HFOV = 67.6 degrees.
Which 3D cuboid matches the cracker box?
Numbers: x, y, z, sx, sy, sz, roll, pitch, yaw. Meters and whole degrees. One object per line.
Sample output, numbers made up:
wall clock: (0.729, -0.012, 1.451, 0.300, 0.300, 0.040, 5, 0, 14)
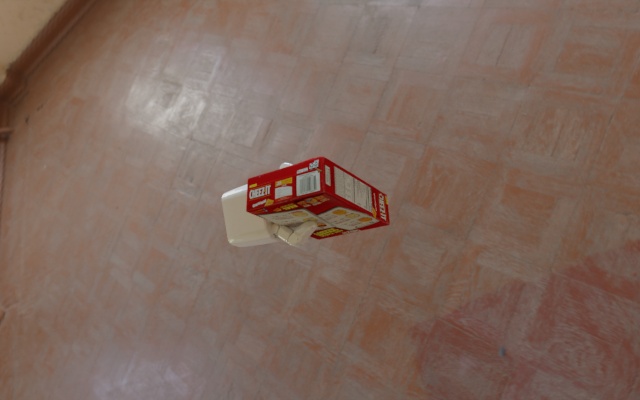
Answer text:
cracker box: (0.000, 0.003, 0.850, 0.164, 0.072, 0.214, -14, -24, 33)
